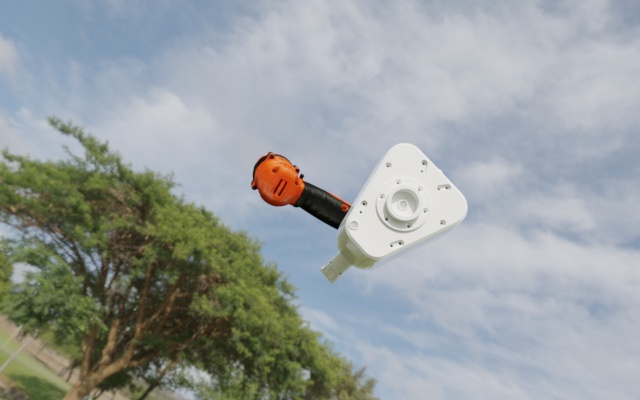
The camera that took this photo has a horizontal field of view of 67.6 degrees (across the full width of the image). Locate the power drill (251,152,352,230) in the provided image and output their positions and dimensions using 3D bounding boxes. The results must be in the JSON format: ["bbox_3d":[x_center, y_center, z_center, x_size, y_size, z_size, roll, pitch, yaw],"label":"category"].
[{"bbox_3d":[0.001,0.002,0.601,0.188,0.057,0.184,27,7,-13],"label":"power drill"}]
